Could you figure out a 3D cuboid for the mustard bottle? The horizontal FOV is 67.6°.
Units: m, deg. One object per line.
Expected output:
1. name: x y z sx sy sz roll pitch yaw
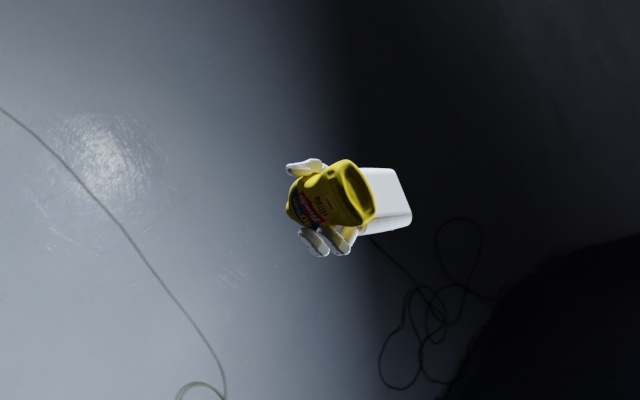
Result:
1. mustard bottle: 0.000 0.003 0.754 0.058 0.096 0.191 -35 10 -33
